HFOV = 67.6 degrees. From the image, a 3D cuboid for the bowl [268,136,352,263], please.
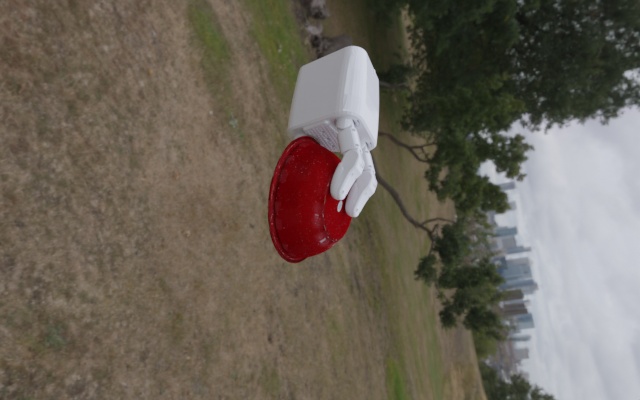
[{"bbox_3d":[0.000,0.003,0.593,0.055,0.162,0.162,7,3,26],"label":"bowl"}]
